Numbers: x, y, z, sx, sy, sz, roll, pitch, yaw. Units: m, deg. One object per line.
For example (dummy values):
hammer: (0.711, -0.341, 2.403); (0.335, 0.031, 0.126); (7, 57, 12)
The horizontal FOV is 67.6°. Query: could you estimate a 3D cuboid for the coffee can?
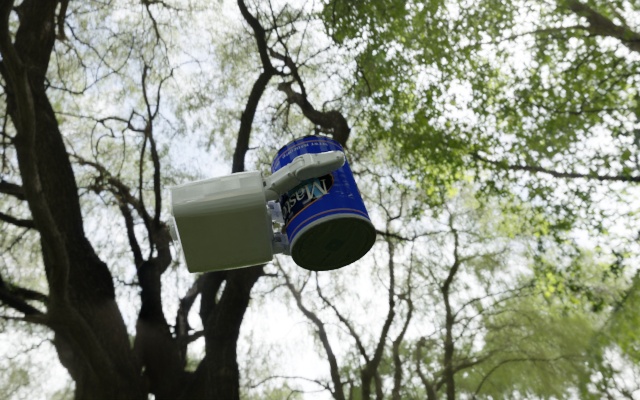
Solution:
coffee can: (0.000, 0.002, 0.595); (0.103, 0.140, 0.103); (-10, -40, -9)
